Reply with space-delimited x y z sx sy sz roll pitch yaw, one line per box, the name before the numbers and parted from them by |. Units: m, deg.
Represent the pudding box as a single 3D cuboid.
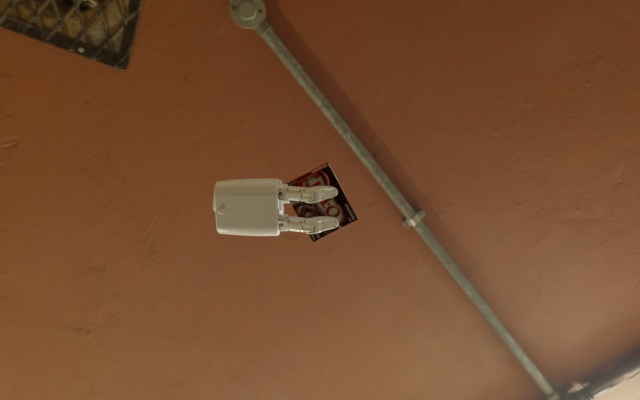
pudding box | 0.000 0.003 0.833 0.090 0.113 0.039 -27 18 6
